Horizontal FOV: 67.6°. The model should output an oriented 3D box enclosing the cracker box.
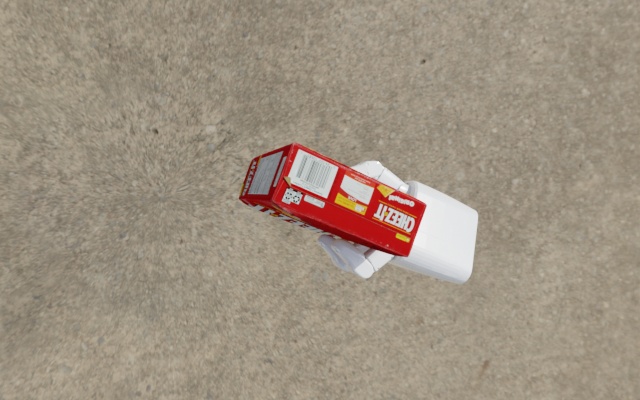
[{"bbox_3d":[0.000,0.002,0.582,0.164,0.072,0.213,23,-7,-17],"label":"cracker box"}]
